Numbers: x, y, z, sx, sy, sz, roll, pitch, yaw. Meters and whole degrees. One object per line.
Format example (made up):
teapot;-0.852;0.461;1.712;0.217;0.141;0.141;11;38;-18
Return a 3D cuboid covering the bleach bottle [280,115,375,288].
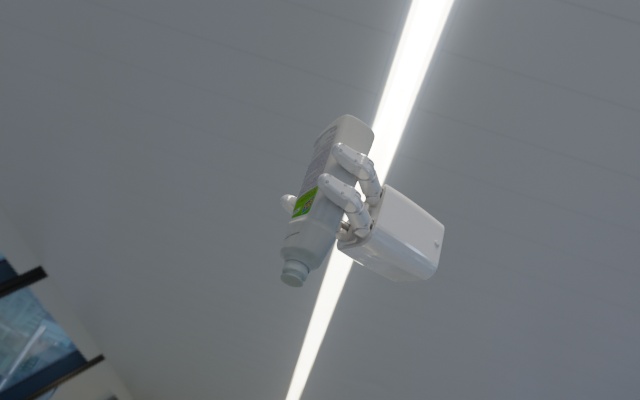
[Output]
bleach bottle;0.000;0.002;0.629;0.068;0.250;0.103;32;-37;-14
